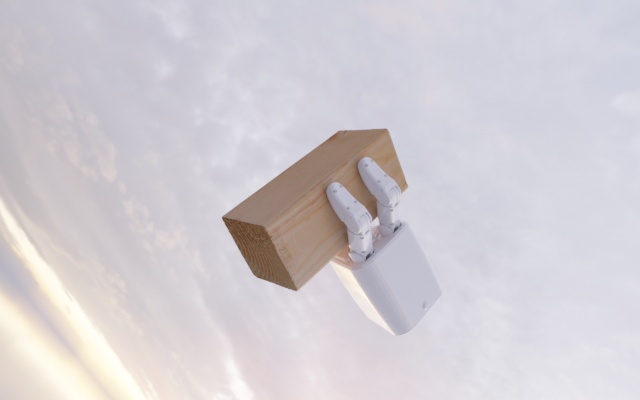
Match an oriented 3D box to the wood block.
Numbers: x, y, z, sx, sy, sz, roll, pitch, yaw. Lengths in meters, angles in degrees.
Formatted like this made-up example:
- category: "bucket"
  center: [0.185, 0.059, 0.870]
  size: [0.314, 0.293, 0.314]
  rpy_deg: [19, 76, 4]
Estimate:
- category: "wood block"
  center: [0.000, 0.002, 0.573]
  size: [0.206, 0.090, 0.091]
  rpy_deg: [-40, 28, -31]
